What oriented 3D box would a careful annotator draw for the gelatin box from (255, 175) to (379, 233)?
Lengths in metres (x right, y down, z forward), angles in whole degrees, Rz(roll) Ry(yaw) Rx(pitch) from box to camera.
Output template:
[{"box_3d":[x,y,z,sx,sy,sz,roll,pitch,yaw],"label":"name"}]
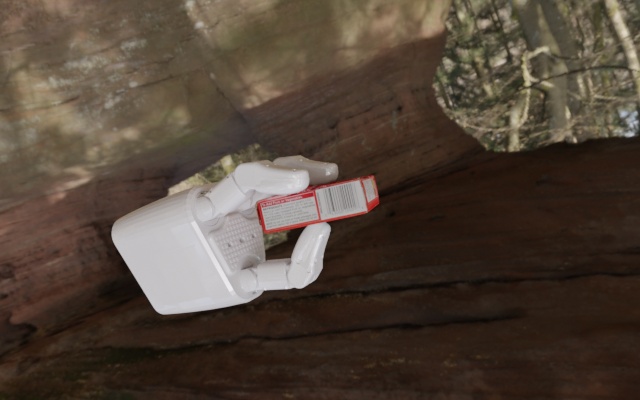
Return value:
[{"box_3d":[0.000,0.002,0.401,0.089,0.030,0.073,-12,2,15],"label":"gelatin box"}]
